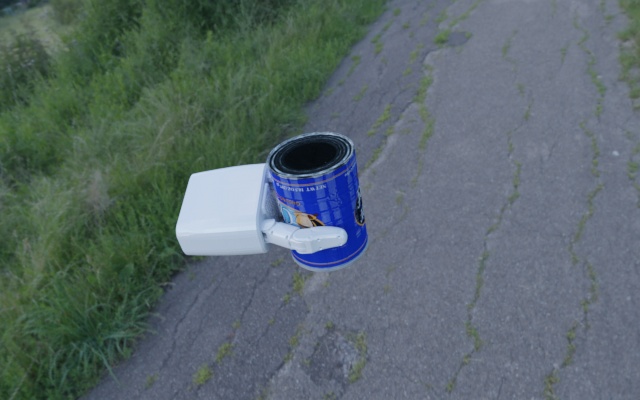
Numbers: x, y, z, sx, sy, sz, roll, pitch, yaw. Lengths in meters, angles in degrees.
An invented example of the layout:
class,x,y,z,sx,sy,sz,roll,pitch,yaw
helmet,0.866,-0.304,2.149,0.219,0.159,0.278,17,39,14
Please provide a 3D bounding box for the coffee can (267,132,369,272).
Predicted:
class,x,y,z,sx,sy,sz,roll,pitch,yaw
coffee can,0.000,0.002,0.585,0.103,0.140,0.102,-8,34,6
